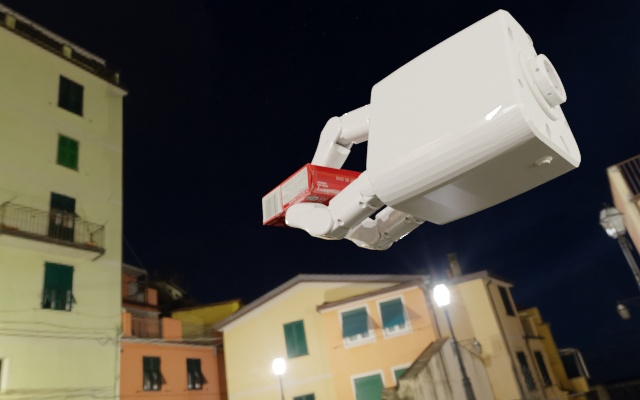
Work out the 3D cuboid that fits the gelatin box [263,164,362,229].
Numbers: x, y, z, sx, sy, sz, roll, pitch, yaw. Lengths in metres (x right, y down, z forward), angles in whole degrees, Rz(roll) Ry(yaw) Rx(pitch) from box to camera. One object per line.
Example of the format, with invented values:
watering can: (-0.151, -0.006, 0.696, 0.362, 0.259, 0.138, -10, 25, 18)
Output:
gelatin box: (0.000, 0.001, 0.423, 0.073, 0.030, 0.089, 9, -23, -31)
